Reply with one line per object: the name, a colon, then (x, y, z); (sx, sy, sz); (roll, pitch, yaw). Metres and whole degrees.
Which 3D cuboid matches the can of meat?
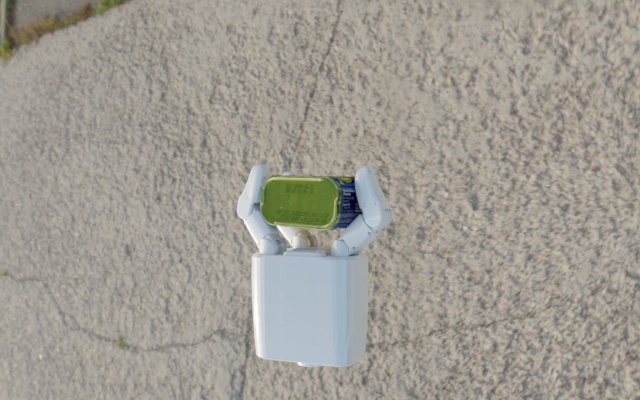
can of meat: (0.000, 0.002, 0.496); (0.102, 0.057, 0.084); (3, 2, 35)
